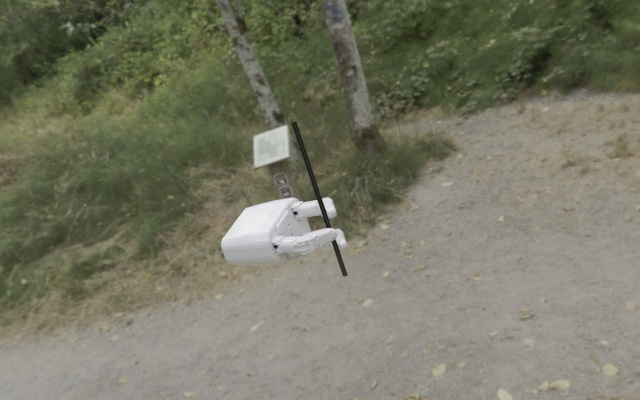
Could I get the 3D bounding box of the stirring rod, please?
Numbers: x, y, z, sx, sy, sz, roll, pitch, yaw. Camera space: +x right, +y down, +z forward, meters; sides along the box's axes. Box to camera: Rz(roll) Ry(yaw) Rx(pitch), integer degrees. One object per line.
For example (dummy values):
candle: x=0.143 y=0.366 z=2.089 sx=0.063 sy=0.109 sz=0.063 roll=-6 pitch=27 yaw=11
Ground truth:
stirring rod: x=0.000 y=0.002 z=0.691 sx=0.011 sy=0.239 sz=0.011 roll=-17 pitch=14 yaw=5
